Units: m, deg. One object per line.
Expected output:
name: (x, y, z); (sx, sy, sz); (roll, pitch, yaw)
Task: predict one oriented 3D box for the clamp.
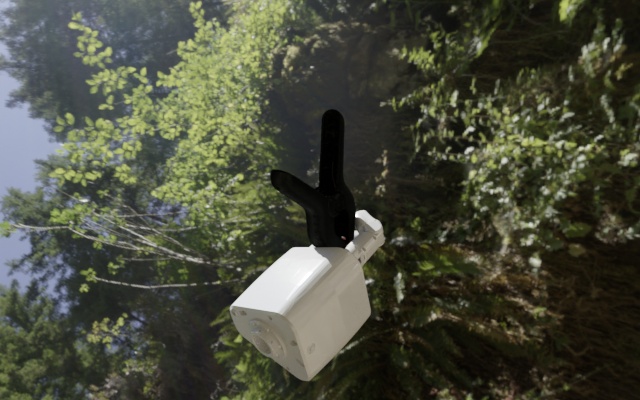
clamp: (0.000, 0.002, 0.516); (0.039, 0.172, 0.120); (13, 39, 38)
